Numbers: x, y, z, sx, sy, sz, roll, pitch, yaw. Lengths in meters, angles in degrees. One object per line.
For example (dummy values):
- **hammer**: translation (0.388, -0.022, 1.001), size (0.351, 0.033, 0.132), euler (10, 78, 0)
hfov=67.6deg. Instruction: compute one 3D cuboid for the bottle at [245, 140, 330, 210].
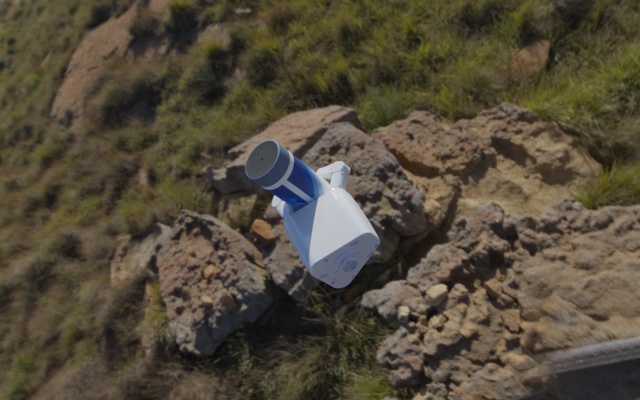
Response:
- **bottle**: translation (0.000, 0.002, 0.794), size (0.069, 0.069, 0.296), euler (0, -25, 40)
